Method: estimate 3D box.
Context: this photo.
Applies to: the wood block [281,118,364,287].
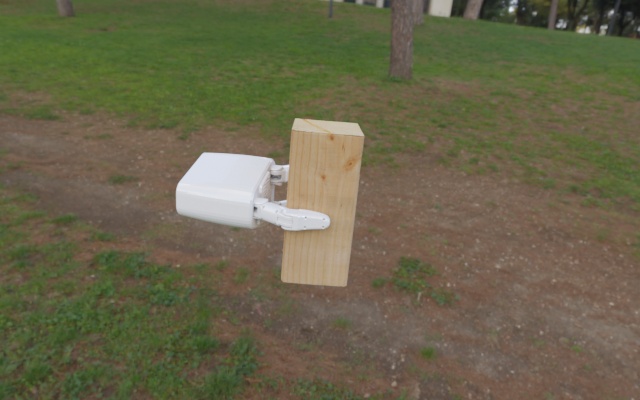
[{"bbox_3d":[0.000,0.002,0.647,0.090,0.206,0.090,5,19,-2],"label":"wood block"}]
